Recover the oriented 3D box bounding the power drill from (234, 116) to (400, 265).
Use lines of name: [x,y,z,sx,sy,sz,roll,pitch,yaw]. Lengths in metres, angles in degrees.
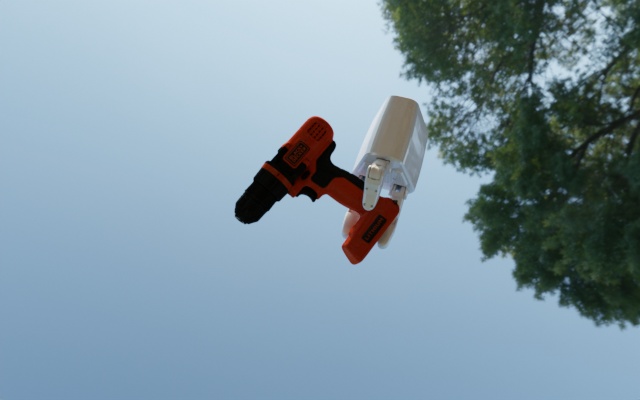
power drill: [0.001,0.002,0.661,0.187,0.184,0.057,41,-9,-4]
